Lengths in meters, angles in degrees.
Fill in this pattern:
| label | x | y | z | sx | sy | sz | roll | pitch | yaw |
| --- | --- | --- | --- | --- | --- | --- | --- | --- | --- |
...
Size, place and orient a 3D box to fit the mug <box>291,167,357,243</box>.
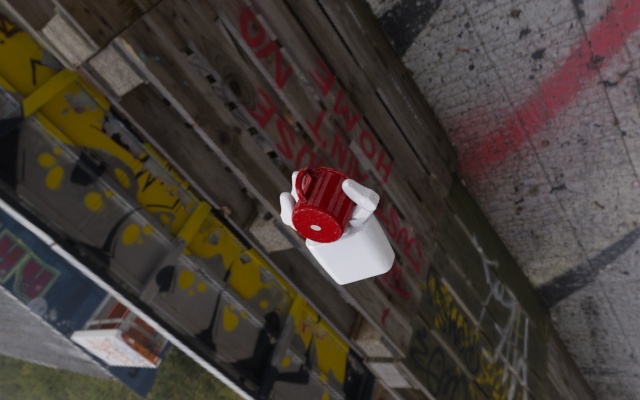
| label | x | y | z | sx | sy | sz | roll | pitch | yaw |
| --- | --- | --- | --- | --- | --- | --- | --- | --- | --- |
| mug | -0.001 | 0.001 | 0.716 | 0.093 | 0.081 | 0.117 | -9 | -49 | 34 |
